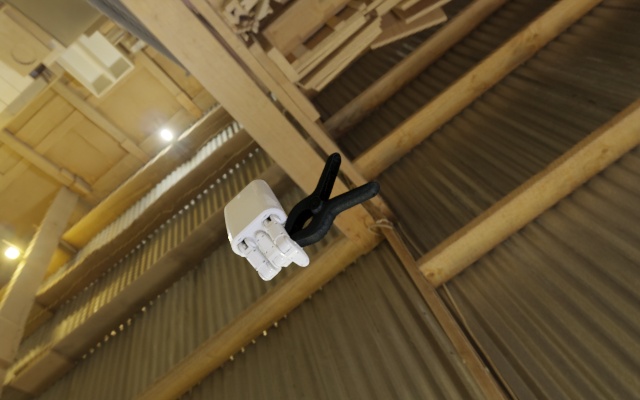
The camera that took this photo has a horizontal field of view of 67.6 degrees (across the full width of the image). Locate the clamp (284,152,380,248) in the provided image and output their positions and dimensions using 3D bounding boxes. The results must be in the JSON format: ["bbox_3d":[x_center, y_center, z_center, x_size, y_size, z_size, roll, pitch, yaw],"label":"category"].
[{"bbox_3d":[0.000,0.003,0.735,0.039,0.171,0.120,46,7,-39],"label":"clamp"}]
